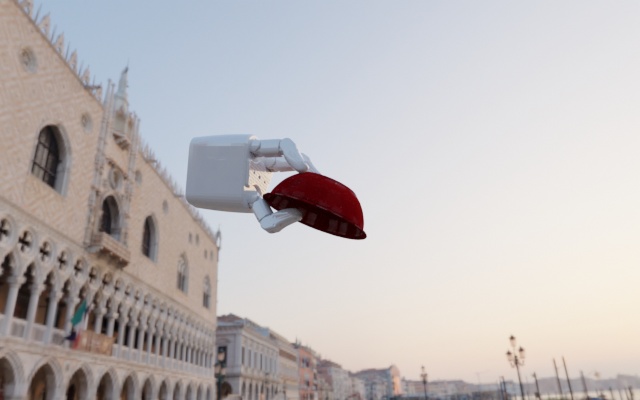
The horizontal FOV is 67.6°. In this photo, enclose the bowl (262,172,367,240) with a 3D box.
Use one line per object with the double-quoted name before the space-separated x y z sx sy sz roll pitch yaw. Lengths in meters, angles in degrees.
"bowl" 0.002 0.002 0.696 0.162 0.055 0.162 21 -13 5
